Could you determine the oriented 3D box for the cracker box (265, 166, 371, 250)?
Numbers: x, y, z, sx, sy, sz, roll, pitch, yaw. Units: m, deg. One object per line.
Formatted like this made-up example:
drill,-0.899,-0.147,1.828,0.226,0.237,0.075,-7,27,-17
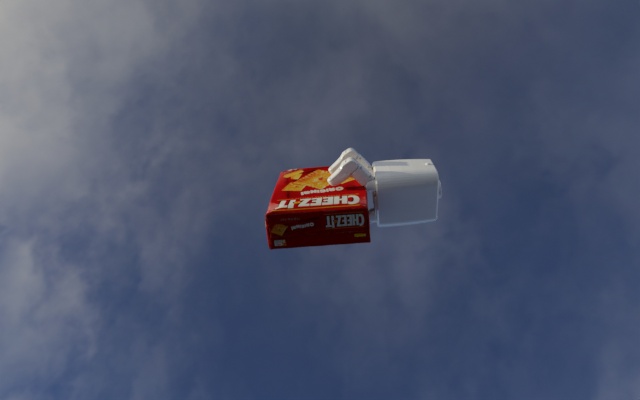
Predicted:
cracker box,0.000,0.003,0.840,0.164,0.072,0.213,-5,21,5
